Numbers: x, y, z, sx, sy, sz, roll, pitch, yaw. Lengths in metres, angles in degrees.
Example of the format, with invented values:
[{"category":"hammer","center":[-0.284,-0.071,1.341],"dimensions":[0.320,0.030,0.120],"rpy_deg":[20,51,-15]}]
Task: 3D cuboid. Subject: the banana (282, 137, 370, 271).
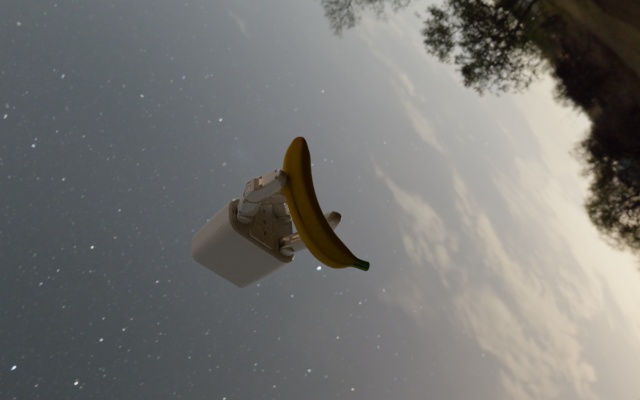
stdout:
[{"category":"banana","center":[-0.010,0.006,0.588],"dimensions":[0.037,0.197,0.069],"rpy_deg":[-37,-20,35]}]
